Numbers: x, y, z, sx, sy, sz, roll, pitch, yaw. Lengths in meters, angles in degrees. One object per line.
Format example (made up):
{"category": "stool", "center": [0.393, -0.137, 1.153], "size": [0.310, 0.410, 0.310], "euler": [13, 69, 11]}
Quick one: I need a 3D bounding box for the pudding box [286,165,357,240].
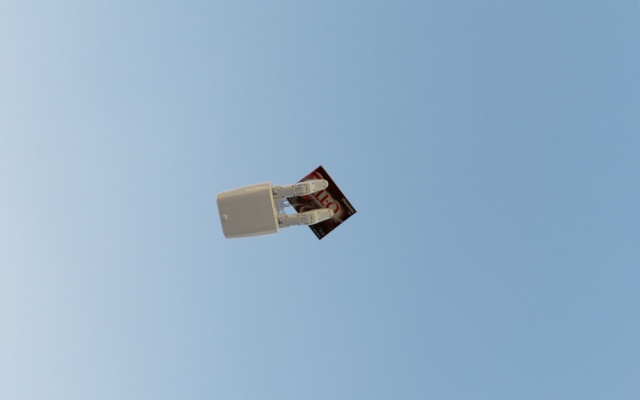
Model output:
{"category": "pudding box", "center": [0.000, 0.003, 0.900], "size": [0.090, 0.113, 0.039], "euler": [-38, 5, 7]}
